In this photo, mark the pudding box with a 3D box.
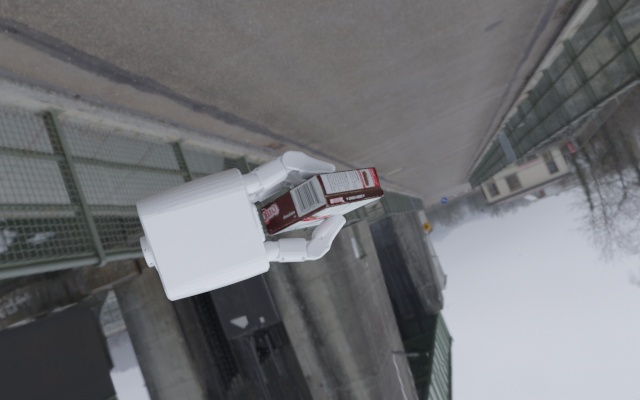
[{"bbox_3d":[0.000,0.002,0.536,0.090,0.039,0.113,-11,-10,-42],"label":"pudding box"}]
